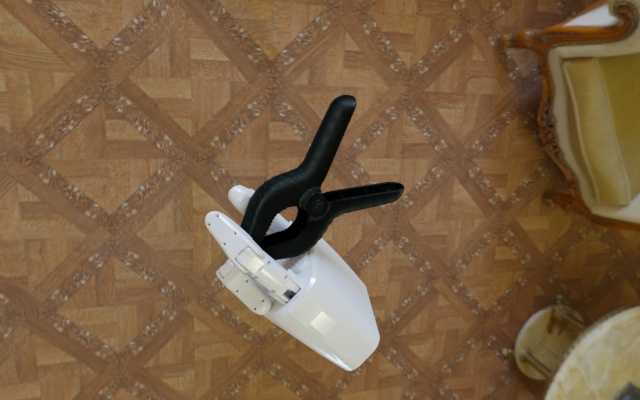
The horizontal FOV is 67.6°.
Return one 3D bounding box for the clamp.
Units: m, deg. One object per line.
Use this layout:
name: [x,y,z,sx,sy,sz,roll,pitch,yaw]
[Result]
clamp: [0.000,0.002,0.440,0.120,0.171,0.039,45,-1,-25]
